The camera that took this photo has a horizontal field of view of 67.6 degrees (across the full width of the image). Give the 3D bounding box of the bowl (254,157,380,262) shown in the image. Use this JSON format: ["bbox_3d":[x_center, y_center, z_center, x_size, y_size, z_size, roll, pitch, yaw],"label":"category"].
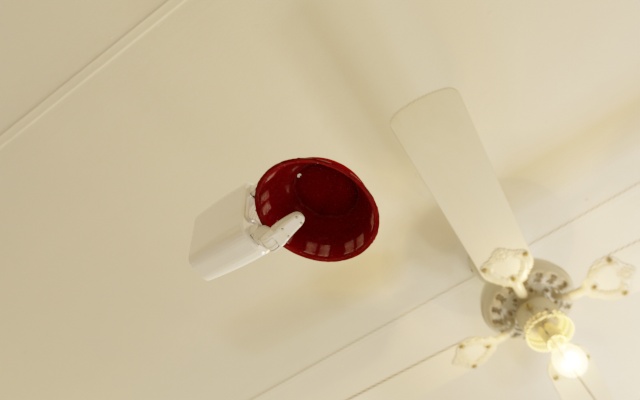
[{"bbox_3d":[0.001,0.002,0.613,0.162,0.162,0.055,0,36,19],"label":"bowl"}]
